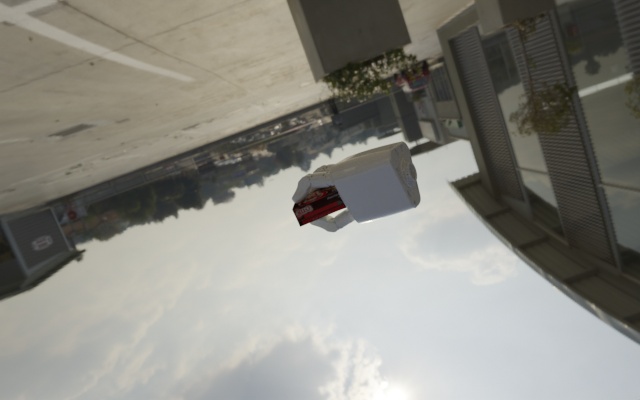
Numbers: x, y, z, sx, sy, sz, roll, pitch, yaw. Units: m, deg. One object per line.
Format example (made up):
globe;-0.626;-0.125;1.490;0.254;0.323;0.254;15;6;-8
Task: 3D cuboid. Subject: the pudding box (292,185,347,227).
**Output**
pudding box;0.000;0.003;0.842;0.090;0.039;0.113;-22;8;4
